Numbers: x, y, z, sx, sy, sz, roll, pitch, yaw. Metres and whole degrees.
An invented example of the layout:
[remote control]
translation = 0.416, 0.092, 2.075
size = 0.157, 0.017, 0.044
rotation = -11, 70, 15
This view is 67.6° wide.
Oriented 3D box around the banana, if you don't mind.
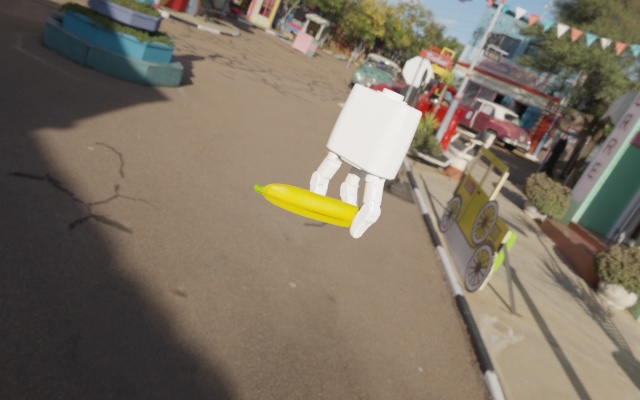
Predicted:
[banana]
translation = -0.001, 0.007, 0.717
size = 0.198, 0.037, 0.069
rotation = 18, 14, -12
